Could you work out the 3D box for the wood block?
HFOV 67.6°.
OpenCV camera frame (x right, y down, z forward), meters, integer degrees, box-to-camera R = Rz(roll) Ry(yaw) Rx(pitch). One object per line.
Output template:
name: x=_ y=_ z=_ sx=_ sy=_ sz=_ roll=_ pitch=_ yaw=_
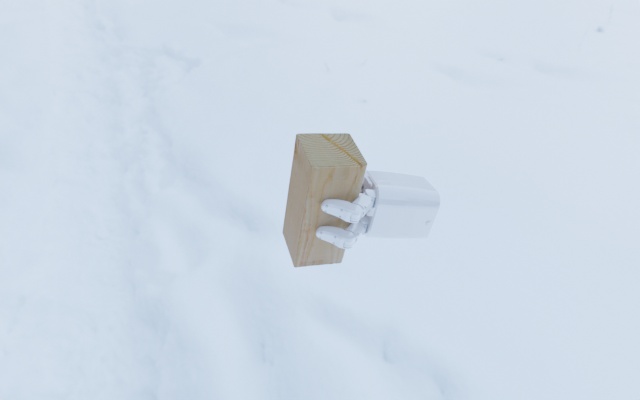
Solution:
wood block: x=0.000 y=0.002 z=0.773 sx=0.090 sy=0.206 sz=0.090 roll=-3 pitch=40 yaw=-18
